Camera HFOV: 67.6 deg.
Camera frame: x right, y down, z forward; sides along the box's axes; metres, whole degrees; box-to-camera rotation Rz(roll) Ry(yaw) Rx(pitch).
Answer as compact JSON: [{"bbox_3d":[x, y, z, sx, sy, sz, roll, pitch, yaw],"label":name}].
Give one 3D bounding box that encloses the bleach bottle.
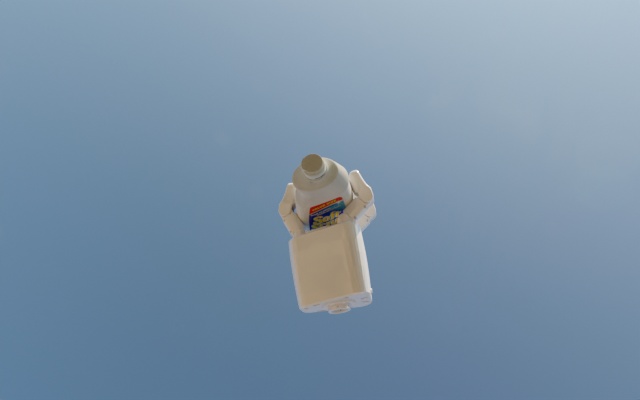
[{"bbox_3d":[0.000,0.002,0.731,0.102,0.068,0.251,-11,-25,5],"label":"bleach bottle"}]
